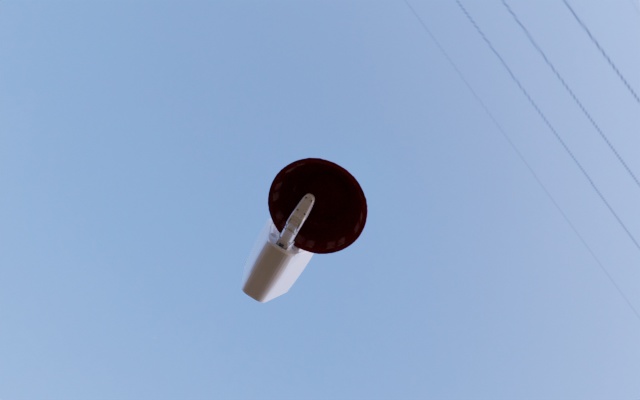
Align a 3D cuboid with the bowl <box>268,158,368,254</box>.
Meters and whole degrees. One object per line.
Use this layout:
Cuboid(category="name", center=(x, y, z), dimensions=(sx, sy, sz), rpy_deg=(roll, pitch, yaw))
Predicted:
Cuboid(category="bowl", center=(0.001, 0.002, 0.768), dimensions=(0.162, 0.162, 0.055), rpy_deg=(0, 21, 16))
